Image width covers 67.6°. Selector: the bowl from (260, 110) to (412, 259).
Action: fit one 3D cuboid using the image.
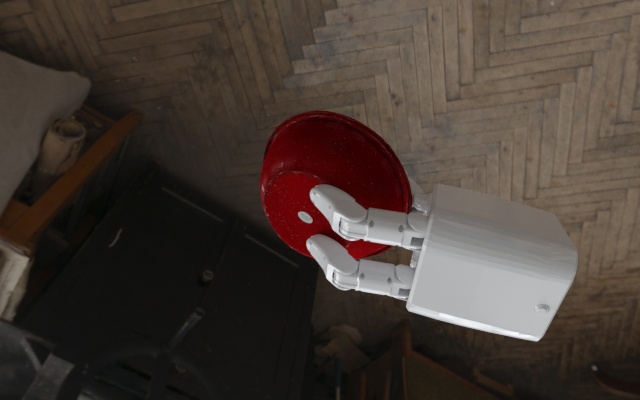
[{"bbox_3d":[-0.001,0.002,0.448,0.162,0.162,0.055,0,29,33],"label":"bowl"}]
